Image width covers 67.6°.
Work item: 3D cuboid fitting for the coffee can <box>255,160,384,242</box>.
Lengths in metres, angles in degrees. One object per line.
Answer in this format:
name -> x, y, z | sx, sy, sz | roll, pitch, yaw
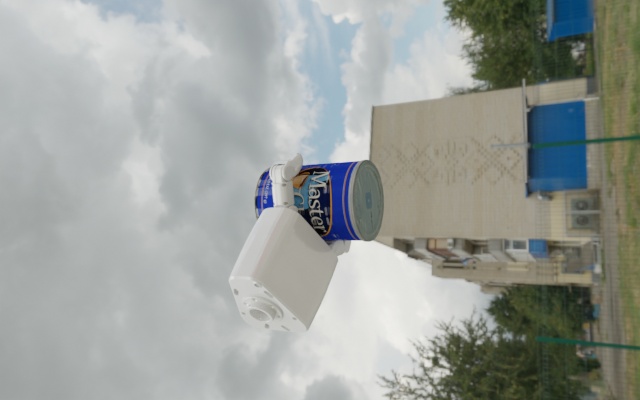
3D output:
coffee can -> 0.000, 0.002, 0.628 | 0.140, 0.103, 0.103 | -2, -1, 28
